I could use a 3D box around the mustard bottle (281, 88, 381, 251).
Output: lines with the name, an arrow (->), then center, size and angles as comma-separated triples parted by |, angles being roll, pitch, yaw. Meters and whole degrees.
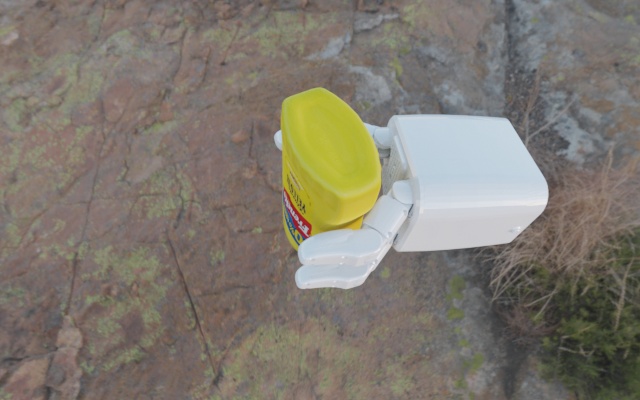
mustard bottle -> 0.000, 0.001, 0.407 | 0.058, 0.096, 0.192 | -24, -24, -16
